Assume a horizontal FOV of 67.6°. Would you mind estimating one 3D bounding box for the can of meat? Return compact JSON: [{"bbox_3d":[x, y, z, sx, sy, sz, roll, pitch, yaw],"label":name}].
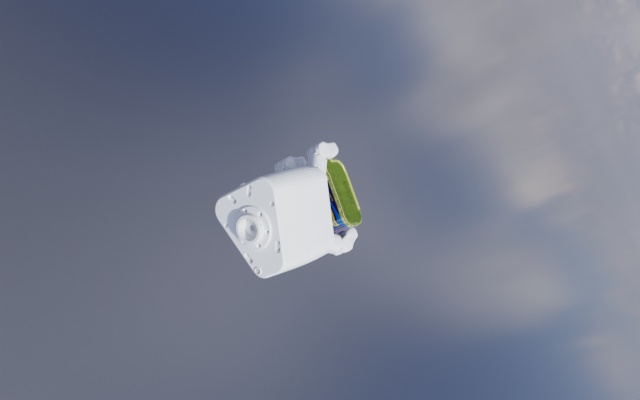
[{"bbox_3d":[0.000,0.002,0.656,0.084,0.102,0.057,-24,-7,31],"label":"can of meat"}]
